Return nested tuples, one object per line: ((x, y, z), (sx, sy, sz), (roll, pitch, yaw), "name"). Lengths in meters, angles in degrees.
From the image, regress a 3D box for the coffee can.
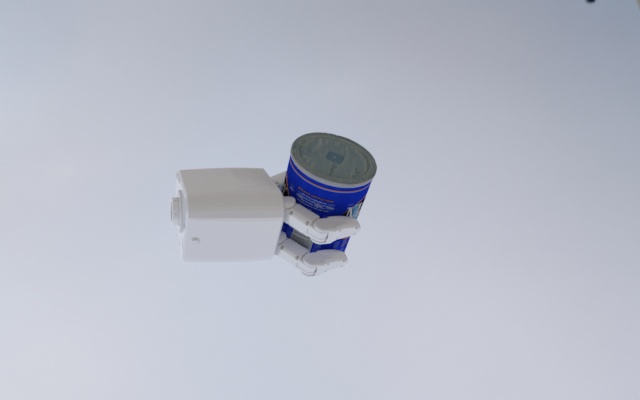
((0.000, 0.002, 0.592), (0.103, 0.140, 0.102), (11, 37, -8), "coffee can")
